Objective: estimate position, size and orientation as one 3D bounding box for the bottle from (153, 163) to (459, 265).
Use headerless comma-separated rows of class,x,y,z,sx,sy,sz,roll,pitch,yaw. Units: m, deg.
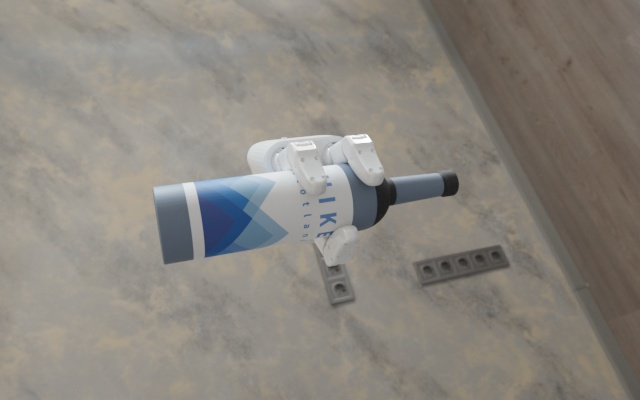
bottle,0.000,0.002,0.452,0.295,0.069,0.069,-8,3,-19
